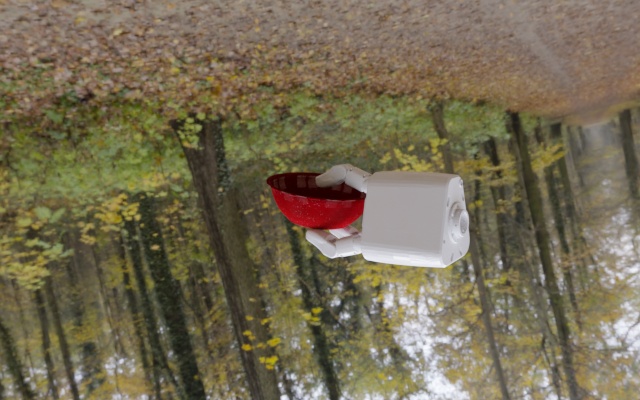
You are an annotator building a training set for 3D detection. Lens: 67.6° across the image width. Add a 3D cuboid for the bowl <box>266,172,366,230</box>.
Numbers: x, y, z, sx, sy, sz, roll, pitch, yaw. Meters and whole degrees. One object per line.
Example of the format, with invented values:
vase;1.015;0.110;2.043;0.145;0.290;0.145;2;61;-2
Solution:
bowl;-0.001;0.002;0.694;0.162;0.055;0.162;6;15;-2
